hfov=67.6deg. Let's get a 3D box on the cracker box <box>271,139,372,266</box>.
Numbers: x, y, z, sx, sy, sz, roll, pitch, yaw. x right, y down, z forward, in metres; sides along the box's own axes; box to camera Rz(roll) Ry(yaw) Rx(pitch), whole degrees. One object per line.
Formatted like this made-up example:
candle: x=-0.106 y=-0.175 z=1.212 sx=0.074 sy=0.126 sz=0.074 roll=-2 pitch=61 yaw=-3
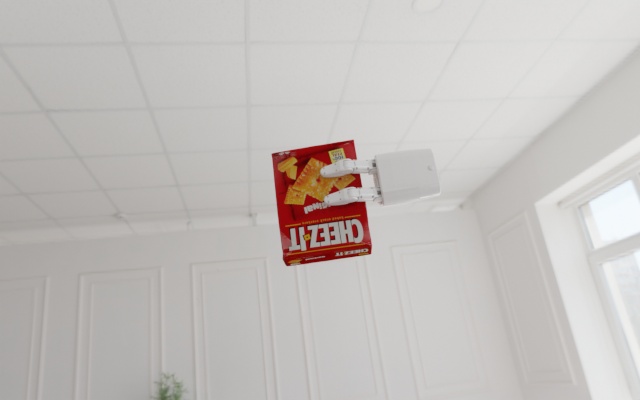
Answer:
cracker box: x=0.000 y=0.003 z=0.898 sx=0.164 sy=0.213 sz=0.072 roll=-9 pitch=-20 yaw=2
